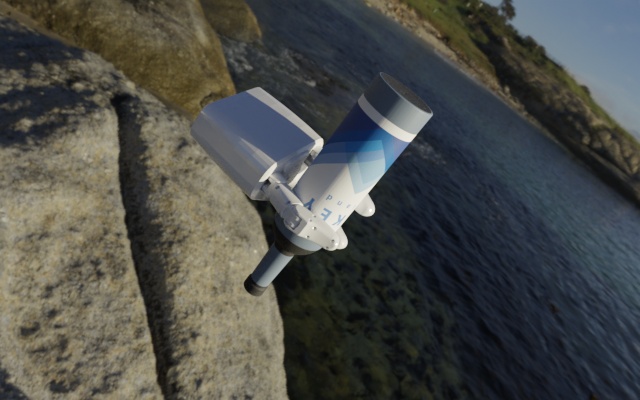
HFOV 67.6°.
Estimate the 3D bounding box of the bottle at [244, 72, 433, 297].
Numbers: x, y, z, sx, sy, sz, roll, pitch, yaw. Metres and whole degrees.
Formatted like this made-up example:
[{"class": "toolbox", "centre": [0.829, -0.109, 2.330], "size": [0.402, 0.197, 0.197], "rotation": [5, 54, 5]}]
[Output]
[{"class": "bottle", "centre": [0.000, 0.002, 0.521], "size": [0.069, 0.296, 0.069], "rotation": [30, 26, -16]}]
